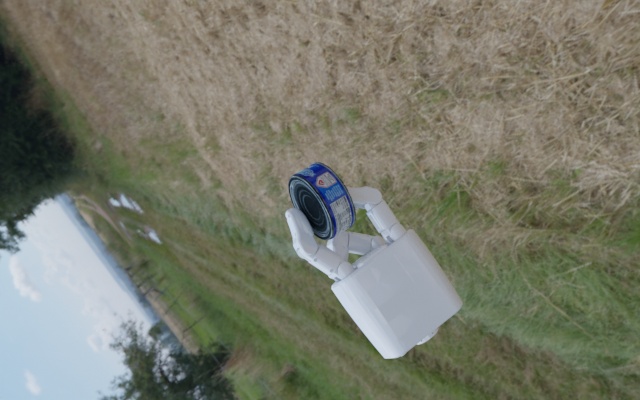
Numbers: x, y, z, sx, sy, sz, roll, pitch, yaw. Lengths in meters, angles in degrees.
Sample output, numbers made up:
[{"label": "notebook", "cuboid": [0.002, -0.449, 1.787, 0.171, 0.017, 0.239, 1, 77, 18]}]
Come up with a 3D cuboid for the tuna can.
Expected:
[{"label": "tuna can", "cuboid": [0.000, 0.002, 0.543, 0.033, 0.086, 0.086, -31, 13, -24]}]
